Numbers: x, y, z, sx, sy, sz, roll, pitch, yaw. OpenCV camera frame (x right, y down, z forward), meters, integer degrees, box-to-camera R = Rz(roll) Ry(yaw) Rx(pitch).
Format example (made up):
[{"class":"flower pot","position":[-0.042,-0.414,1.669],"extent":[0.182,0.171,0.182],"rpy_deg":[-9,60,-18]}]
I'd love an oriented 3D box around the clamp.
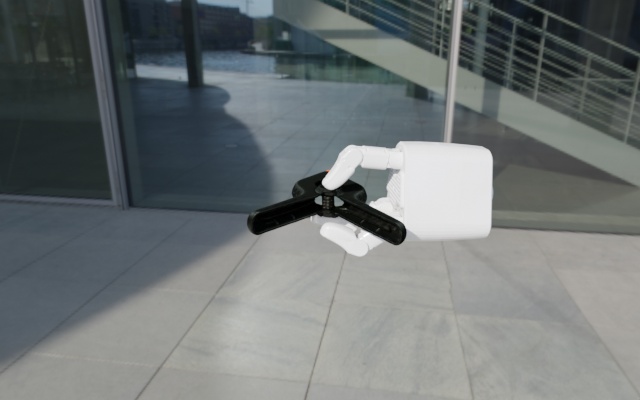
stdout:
[{"class":"clamp","position":[0.000,0.001,0.573],"extent":[0.164,0.036,0.210],"rpy_deg":[3,18,-6]}]
